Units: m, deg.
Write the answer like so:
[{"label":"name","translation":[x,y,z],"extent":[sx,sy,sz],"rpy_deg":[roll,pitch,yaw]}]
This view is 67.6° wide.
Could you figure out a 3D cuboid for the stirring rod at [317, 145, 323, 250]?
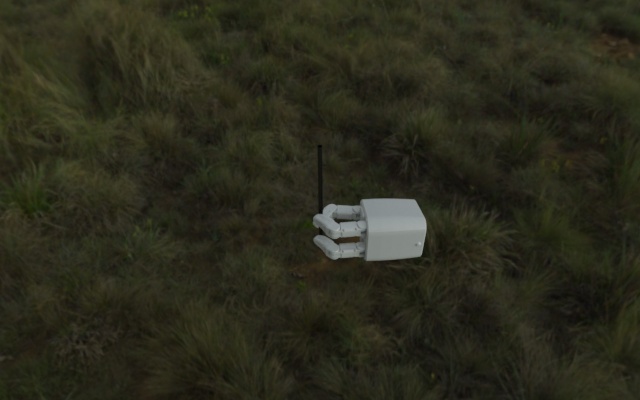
[{"label":"stirring rod","translation":[0.000,0.003,0.849],"extent":[0.011,0.240,0.011],"rpy_deg":[0,41,0]}]
